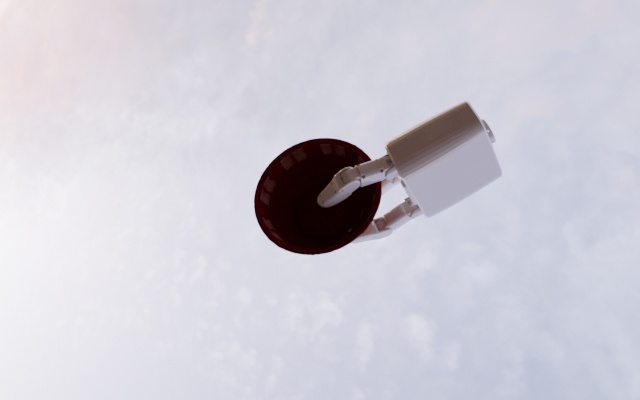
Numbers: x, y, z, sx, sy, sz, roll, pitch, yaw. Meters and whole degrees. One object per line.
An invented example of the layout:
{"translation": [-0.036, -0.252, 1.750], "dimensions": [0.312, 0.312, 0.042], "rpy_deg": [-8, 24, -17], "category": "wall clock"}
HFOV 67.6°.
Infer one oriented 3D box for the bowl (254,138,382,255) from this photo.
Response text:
{"translation": [-0.001, 0.002, 0.608], "dimensions": [0.162, 0.162, 0.055], "rpy_deg": [0, -26, 14], "category": "bowl"}
